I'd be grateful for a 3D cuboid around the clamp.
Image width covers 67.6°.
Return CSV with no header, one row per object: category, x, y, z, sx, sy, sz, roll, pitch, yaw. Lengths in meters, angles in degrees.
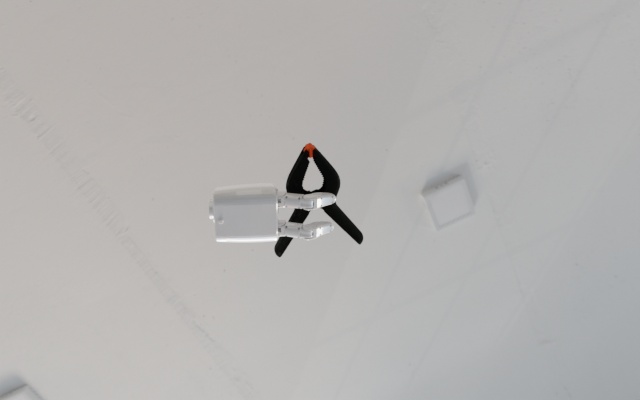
clamp,0.000,0.002,0.842,0.164,0.210,0.036,-3,24,-10
